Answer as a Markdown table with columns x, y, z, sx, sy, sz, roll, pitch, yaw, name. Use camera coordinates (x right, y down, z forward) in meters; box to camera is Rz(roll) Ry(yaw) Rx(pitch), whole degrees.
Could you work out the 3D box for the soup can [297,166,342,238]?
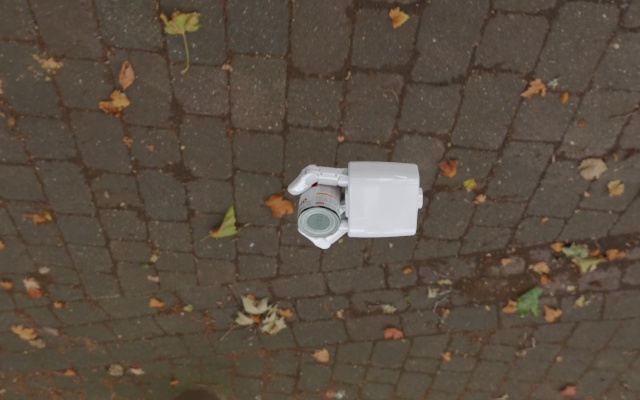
| x | y | z | sx | sy | sz | roll | pitch | yaw | name |
| --- | --- | --- | --- | --- | --- | --- | --- | --- | --- |
| 0.000 | 0.003 | 0.757 | 0.068 | 0.069 | 0.102 | 0 | 40 | 4 | soup can |
